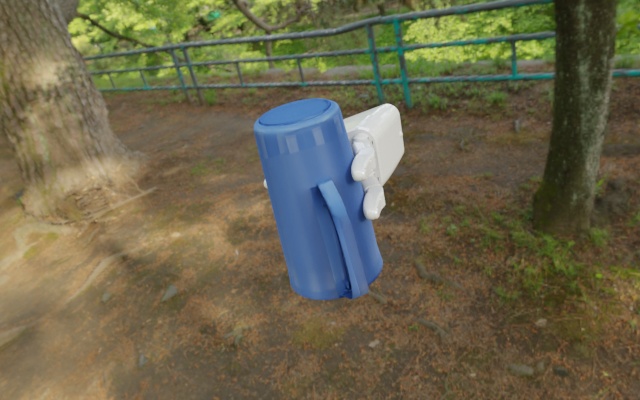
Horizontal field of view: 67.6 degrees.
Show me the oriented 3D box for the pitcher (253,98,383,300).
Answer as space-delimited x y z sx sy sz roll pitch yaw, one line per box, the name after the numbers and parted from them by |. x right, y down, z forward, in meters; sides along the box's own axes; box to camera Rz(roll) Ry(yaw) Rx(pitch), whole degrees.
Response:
0.000 0.002 0.614 0.149 0.243 0.145 2 30 30 | pitcher
